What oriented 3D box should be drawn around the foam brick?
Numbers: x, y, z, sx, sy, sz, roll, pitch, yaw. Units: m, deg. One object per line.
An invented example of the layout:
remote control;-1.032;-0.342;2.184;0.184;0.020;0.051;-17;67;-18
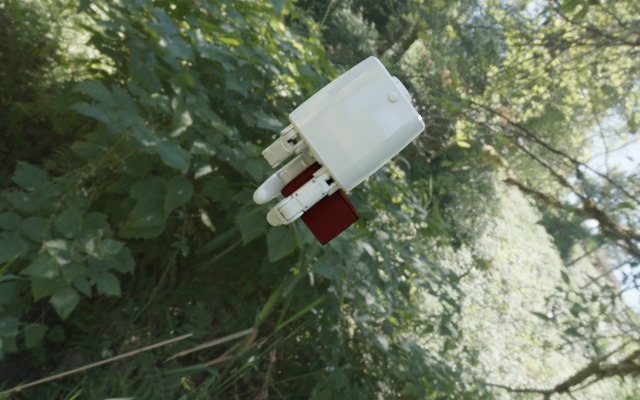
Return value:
foam brick;0.000;0.002;0.531;0.051;0.078;0.053;-37;7;5
